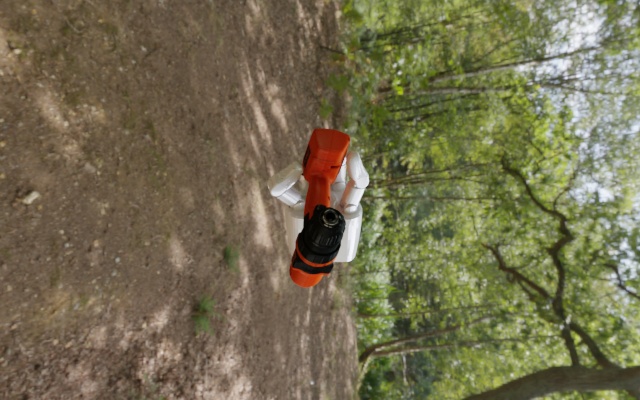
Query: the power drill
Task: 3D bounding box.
[{"bbox_3d":[0.000,0.002,0.618,0.057,0.187,0.184,12,-30,-7],"label":"power drill"}]
